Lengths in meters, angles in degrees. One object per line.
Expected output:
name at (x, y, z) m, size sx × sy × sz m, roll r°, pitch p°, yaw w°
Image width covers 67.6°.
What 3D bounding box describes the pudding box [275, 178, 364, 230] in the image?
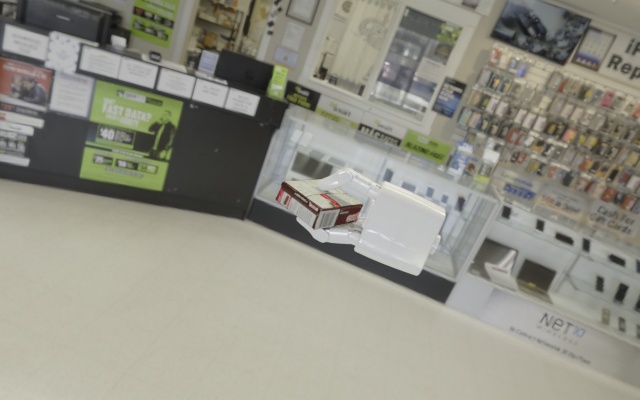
pudding box at (0.000, 0.002, 0.754) m, size 0.090 × 0.039 × 0.113 m, roll 35°, pitch 23°, yaw 31°
